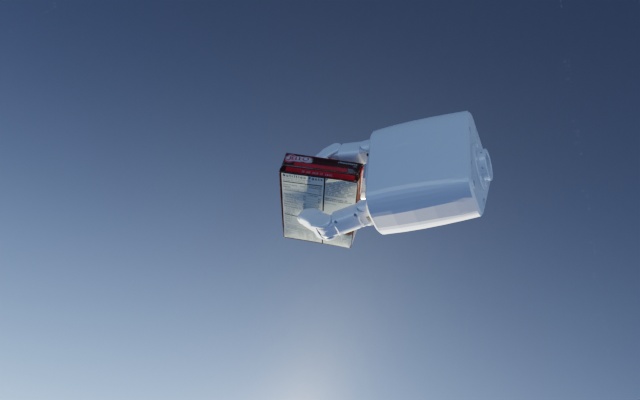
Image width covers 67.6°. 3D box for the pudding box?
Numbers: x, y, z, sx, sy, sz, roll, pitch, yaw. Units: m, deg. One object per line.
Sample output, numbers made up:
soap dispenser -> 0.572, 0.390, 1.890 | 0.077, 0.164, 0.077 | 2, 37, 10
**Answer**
pudding box -> 0.000, 0.002, 0.559 | 0.090, 0.114, 0.039 | 9, 43, 8
